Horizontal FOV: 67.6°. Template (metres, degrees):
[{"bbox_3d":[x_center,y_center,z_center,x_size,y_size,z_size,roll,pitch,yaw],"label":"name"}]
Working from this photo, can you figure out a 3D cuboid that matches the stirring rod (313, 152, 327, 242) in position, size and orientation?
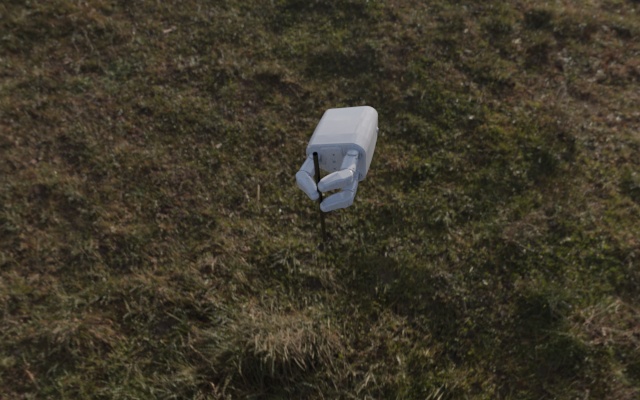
[{"bbox_3d":[0.000,0.003,0.820,0.011,0.011,0.240,0,-38,5],"label":"stirring rod"}]
